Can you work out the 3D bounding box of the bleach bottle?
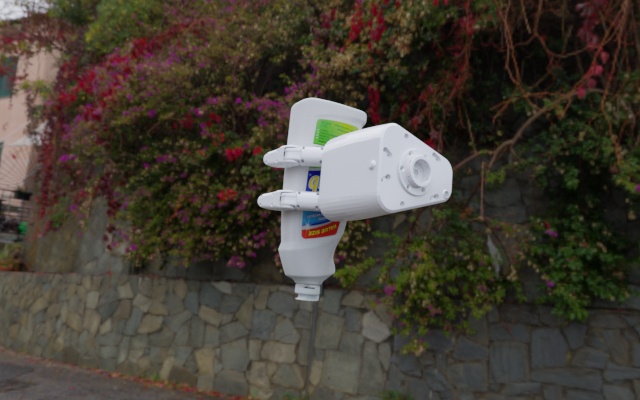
[{"bbox_3d":[0.000,0.002,0.619,0.102,0.251,0.068,9,-9,-31],"label":"bleach bottle"}]
